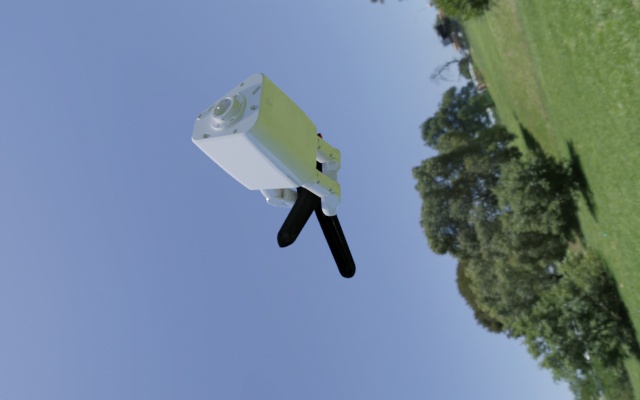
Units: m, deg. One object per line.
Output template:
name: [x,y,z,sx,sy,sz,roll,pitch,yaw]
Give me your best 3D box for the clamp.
clamp: [-0.001,0.002,0.675,0.036,0.209,0.165,-19,-38,27]
